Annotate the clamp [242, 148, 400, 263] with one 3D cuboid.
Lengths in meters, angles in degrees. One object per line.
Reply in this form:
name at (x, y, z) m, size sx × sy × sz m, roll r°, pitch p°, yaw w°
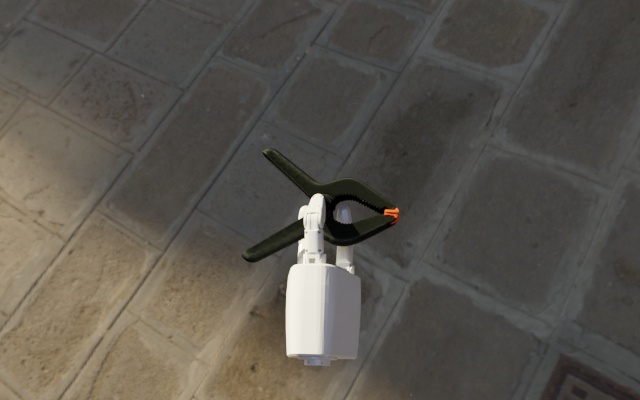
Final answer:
clamp at (0.000, 0.002, 0.647) m, size 0.210 × 0.164 × 0.036 m, roll -2°, pitch -18°, yaw 10°
